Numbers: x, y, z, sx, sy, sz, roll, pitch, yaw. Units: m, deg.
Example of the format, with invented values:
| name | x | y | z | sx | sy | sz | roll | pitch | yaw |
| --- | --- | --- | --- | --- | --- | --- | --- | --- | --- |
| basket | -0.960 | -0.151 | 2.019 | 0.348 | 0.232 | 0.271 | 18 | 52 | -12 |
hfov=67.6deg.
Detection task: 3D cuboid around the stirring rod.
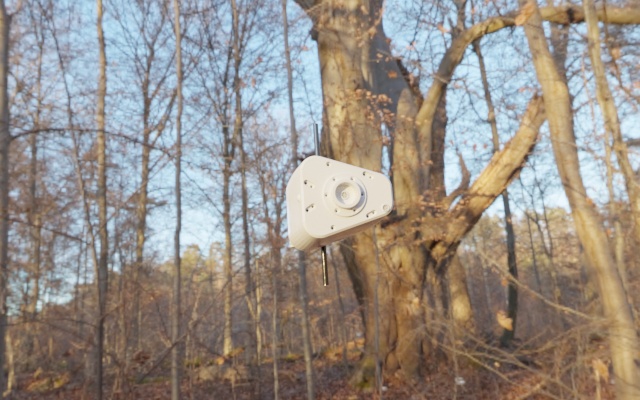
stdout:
| name | x | y | z | sx | sy | sz | roll | pitch | yaw |
| --- | --- | --- | --- | --- | --- | --- | --- | --- | --- |
| stirring rod | 0.000 | 0.002 | 0.699 | 0.011 | 0.239 | 0.011 | -4 | -11 | -1 |
